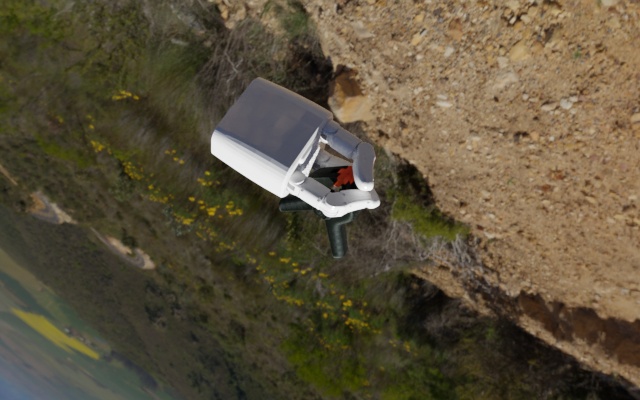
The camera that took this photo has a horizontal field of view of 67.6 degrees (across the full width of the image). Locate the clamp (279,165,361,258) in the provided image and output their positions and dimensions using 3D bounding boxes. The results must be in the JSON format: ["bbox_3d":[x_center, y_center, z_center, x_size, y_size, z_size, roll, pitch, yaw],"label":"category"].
[{"bbox_3d":[0.000,0.002,0.629,0.120,0.039,0.172,31,-36,10],"label":"clamp"}]
